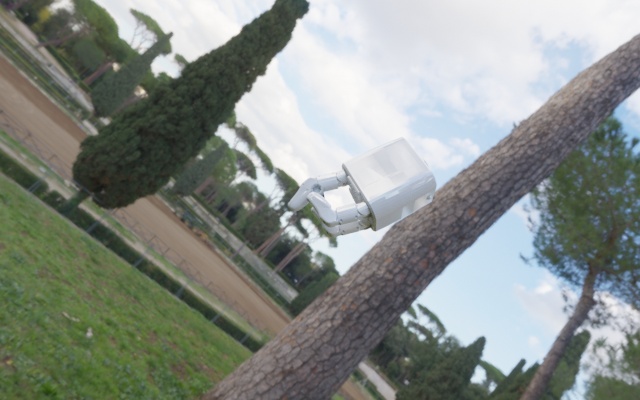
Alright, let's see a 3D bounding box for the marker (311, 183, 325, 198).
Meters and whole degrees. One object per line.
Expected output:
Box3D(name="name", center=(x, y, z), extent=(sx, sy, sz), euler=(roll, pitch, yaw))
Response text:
Box3D(name="marker", center=(0.000, 0.002, 0.763), extent=(0.020, 0.020, 0.121), euler=(0, -19, 6))
